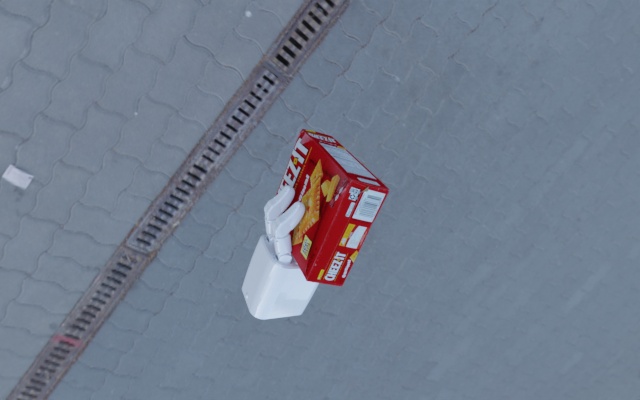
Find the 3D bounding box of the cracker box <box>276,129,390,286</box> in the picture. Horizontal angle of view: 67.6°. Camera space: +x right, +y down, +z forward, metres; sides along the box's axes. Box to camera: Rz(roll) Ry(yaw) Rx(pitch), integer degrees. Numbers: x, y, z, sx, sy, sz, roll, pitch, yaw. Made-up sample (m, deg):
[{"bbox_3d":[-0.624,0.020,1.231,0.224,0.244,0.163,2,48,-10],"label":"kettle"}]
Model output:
[{"bbox_3d":[0.000,0.003,0.739,0.072,0.164,0.213,14,21,-28],"label":"cracker box"}]
